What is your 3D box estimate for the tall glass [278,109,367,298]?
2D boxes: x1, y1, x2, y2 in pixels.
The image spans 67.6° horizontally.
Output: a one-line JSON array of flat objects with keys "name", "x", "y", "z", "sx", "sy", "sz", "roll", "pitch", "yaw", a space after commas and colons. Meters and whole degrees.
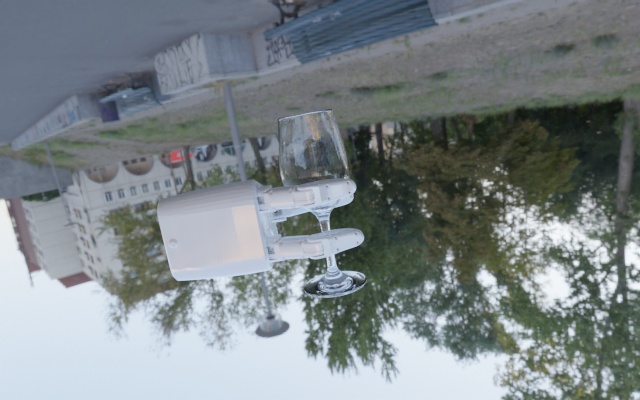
[{"name": "tall glass", "x": 0.000, "y": 0.002, "z": 0.540, "sx": 0.079, "sy": 0.201, "sz": 0.079, "roll": -9, "pitch": 11, "yaw": 2}]
